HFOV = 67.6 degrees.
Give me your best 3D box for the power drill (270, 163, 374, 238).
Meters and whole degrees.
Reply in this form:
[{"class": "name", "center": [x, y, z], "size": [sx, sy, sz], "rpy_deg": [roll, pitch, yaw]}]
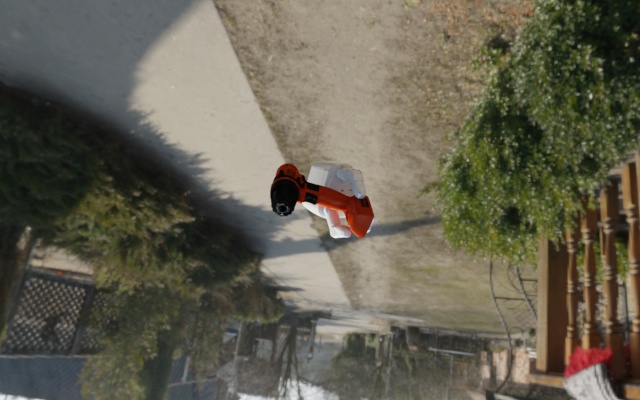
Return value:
[{"class": "power drill", "center": [0.001, 0.003, 0.857], "size": [0.187, 0.057, 0.184], "rpy_deg": [22, 22, -10]}]
